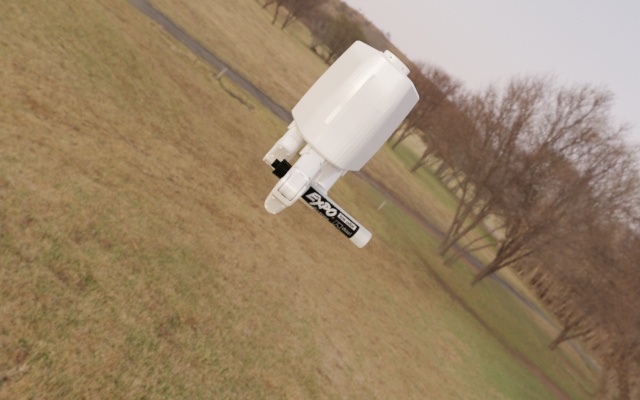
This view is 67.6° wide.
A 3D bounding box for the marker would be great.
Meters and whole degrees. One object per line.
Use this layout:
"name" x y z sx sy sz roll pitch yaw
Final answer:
"marker" 0.000 0.002 0.469 0.121 0.020 0.020 41 -7 -8
